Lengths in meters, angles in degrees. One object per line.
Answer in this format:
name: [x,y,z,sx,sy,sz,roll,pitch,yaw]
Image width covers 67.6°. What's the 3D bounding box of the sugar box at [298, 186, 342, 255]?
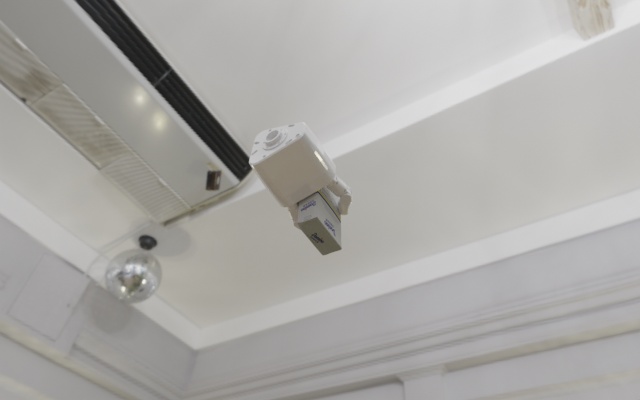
sugar box: [0.000,0.003,0.868,0.048,0.176,0.093,-19,-50,22]
